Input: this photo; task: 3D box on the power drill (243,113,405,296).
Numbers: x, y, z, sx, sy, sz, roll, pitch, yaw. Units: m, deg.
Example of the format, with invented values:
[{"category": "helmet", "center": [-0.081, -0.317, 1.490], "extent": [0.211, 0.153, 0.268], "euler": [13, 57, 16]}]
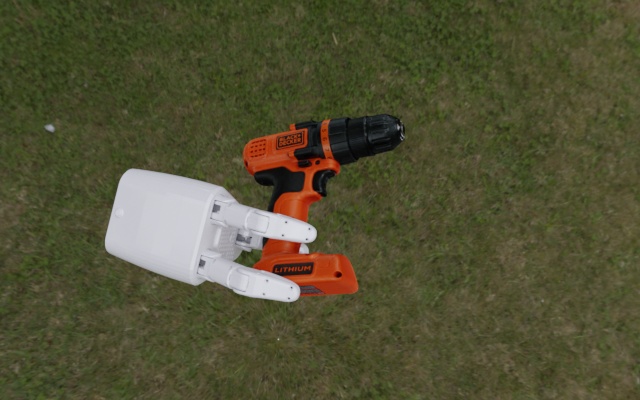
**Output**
[{"category": "power drill", "center": [0.000, 0.002, 0.496], "extent": [0.184, 0.187, 0.057], "euler": [-9, -28, 23]}]
